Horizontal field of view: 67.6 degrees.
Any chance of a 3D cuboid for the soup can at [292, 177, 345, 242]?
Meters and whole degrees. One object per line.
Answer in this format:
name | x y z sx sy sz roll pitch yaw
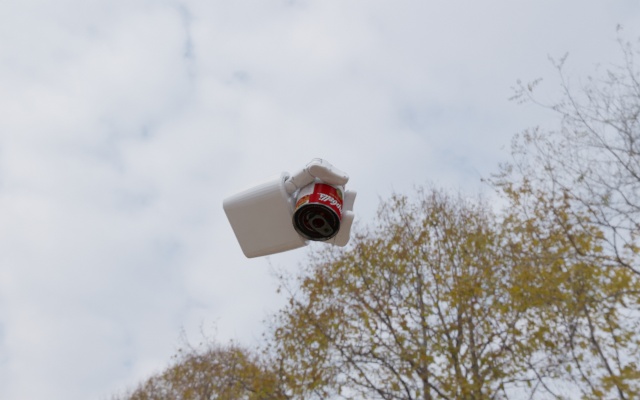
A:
soup can | 0.001 0.002 0.702 0.068 0.069 0.102 0 36 9
